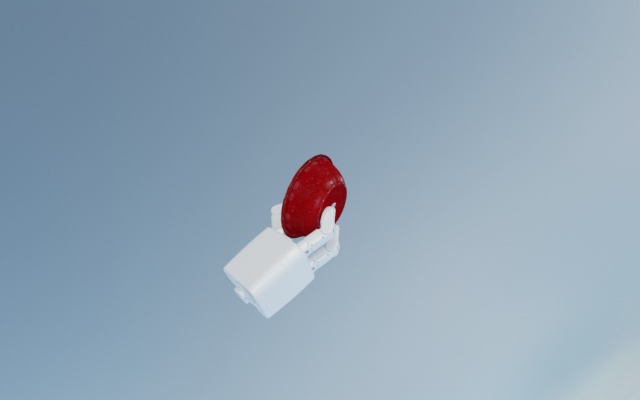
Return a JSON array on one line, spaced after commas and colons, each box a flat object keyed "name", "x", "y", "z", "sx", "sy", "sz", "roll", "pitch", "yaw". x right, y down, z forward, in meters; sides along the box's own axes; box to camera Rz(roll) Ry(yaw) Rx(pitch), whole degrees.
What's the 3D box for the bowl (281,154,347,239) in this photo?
[{"name": "bowl", "x": 0.001, "y": 0.002, "z": 0.846, "sx": 0.055, "sy": 0.162, "sz": 0.162, "roll": 23, "pitch": 11, "yaw": 27}]
